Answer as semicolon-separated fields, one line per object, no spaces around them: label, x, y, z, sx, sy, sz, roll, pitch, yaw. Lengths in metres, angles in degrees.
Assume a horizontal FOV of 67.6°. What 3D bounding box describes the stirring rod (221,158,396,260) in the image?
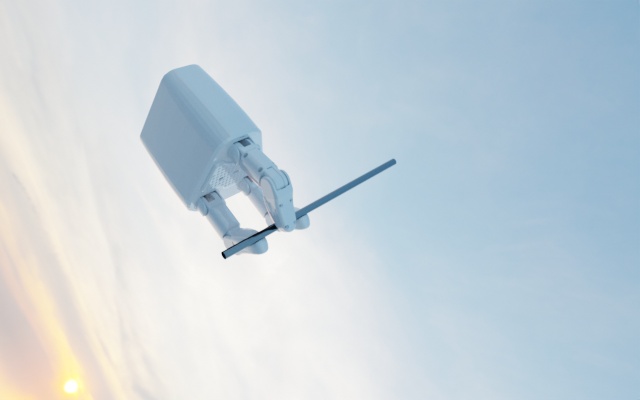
stirring rod;0.000;0.002;0.493;0.239;0.011;0.011;-29;17;-35
